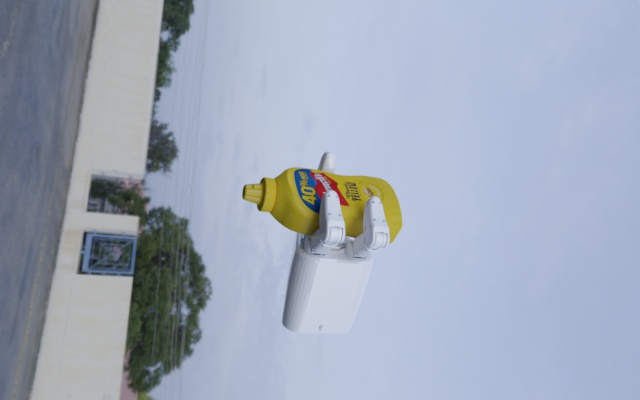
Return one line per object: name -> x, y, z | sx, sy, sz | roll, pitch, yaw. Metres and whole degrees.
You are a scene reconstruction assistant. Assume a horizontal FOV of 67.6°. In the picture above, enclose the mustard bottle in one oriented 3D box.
mustard bottle -> 0.000, 0.002, 0.583 | 0.191, 0.096, 0.058 | 7, -47, -21
